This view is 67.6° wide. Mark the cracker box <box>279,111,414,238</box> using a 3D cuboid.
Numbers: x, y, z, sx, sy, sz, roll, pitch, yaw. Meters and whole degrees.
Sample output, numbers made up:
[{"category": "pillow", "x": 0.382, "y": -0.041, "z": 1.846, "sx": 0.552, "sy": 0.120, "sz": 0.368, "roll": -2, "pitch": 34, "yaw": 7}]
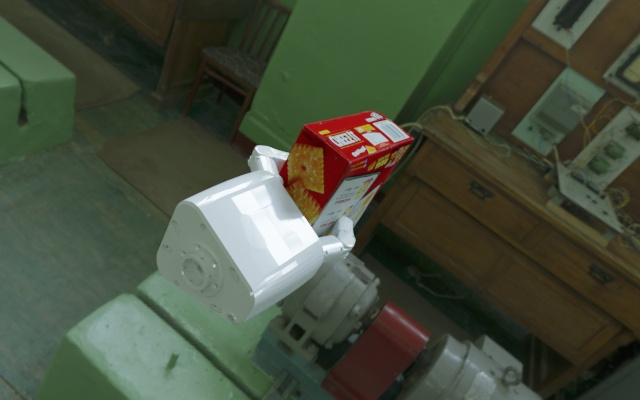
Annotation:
[{"category": "cracker box", "x": 0.000, "y": 0.002, "z": 0.570, "sx": 0.072, "sy": 0.214, "sz": 0.164, "roll": 42, "pitch": 33, "yaw": 16}]
